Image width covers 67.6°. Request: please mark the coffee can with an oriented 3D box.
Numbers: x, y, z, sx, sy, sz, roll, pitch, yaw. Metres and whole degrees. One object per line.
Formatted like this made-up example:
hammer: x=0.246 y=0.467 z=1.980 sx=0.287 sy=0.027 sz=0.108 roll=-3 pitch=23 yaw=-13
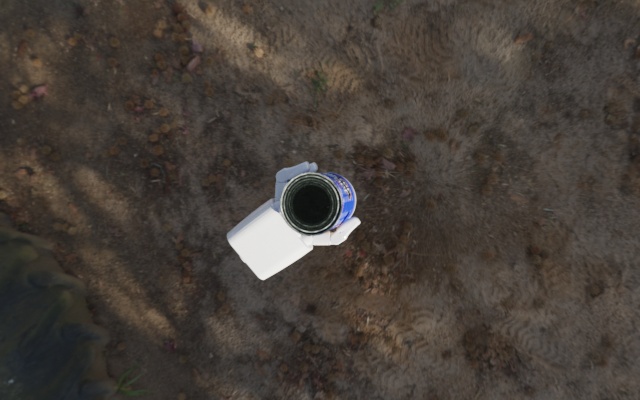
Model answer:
coffee can: x=0.000 y=0.003 z=0.820 sx=0.103 sy=0.103 sz=0.140 roll=0 pitch=3 yaw=13
